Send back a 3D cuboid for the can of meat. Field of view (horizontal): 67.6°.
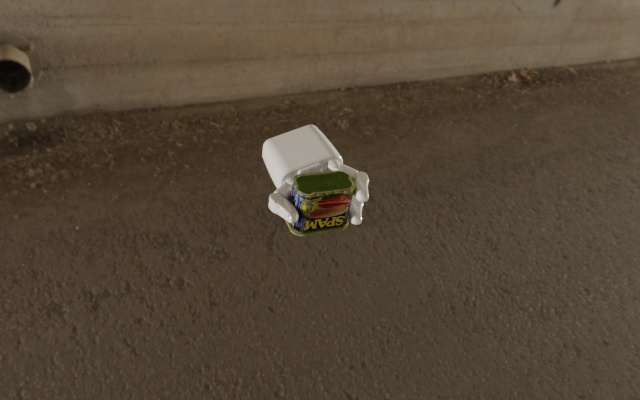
[{"bbox_3d":[0.000,0.002,0.758,0.102,0.084,0.057,-7,42,-21],"label":"can of meat"}]
